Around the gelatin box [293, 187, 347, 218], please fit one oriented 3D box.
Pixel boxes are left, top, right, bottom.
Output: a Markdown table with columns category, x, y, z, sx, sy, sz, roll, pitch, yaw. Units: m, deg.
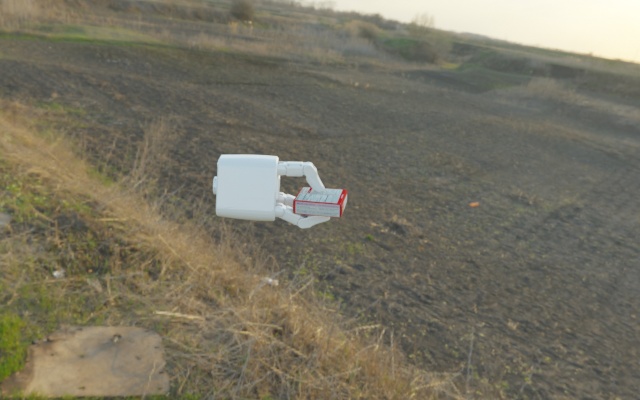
| category | x | y | z | sx | sy | sz | roll | pitch | yaw |
| --- | --- | --- | --- | --- | --- | --- | --- | --- | --- |
| gelatin box | 0.000 | 0.002 | 0.873 | 0.089 | 0.030 | 0.073 | 4 | 22 | 10 |
